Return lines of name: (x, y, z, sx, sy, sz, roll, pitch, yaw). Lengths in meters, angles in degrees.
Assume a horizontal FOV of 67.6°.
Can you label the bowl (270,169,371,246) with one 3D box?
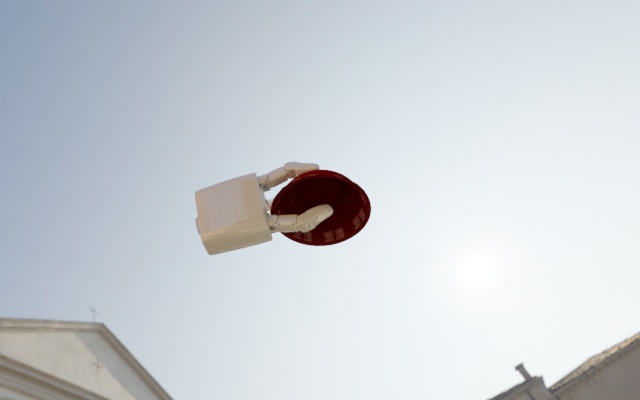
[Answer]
bowl: (0.001, 0.002, 0.782, 0.162, 0.162, 0.055, 0, 43, -3)
